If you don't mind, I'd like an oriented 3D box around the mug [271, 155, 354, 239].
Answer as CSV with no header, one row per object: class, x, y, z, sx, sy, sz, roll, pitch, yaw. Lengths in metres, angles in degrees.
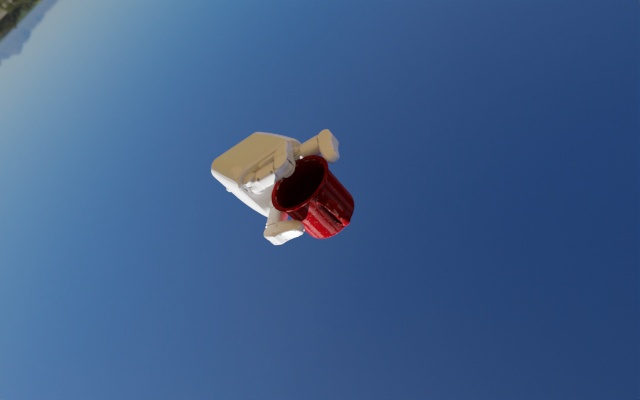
mug,0.001,0.003,0.645,0.081,0.093,0.117,46,-12,-37
